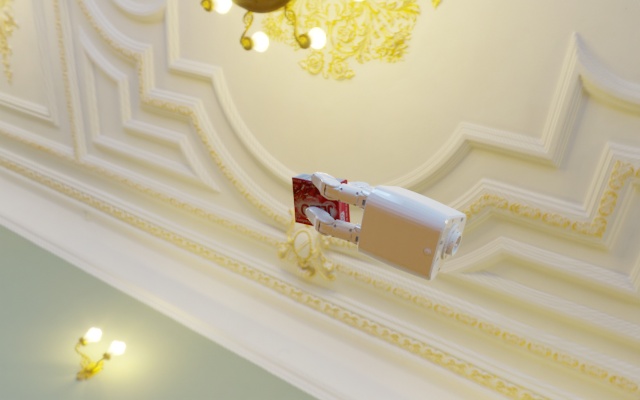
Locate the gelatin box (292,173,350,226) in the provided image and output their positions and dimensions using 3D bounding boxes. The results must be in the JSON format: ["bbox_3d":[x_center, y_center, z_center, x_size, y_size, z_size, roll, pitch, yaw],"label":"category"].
[{"bbox_3d":[0.000,0.002,0.707,0.089,0.073,0.030,11,23,38],"label":"gelatin box"}]
